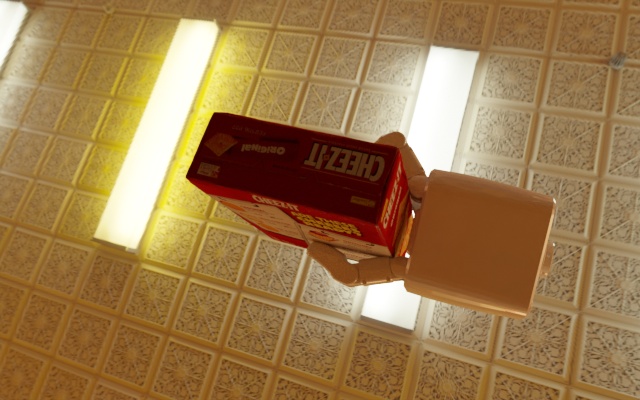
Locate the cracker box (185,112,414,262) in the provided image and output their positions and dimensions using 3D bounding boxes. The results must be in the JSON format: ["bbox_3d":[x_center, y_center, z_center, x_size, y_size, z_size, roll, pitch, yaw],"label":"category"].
[{"bbox_3d":[0.000,0.002,0.461,0.164,0.072,0.214,13,-14,18],"label":"cracker box"}]
